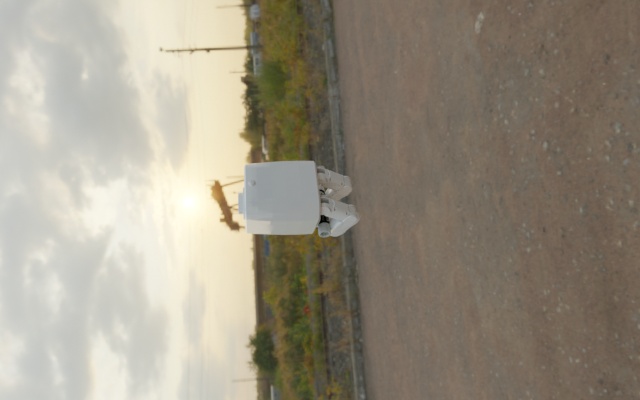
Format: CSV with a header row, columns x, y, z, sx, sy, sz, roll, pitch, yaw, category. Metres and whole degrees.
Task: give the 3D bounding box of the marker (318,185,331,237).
x,y,z,sx,sy,sz,roll,pitch,yaw,category
0.000,0.002,0.751,0.020,0.121,0.020,-5,-36,-4,marker
